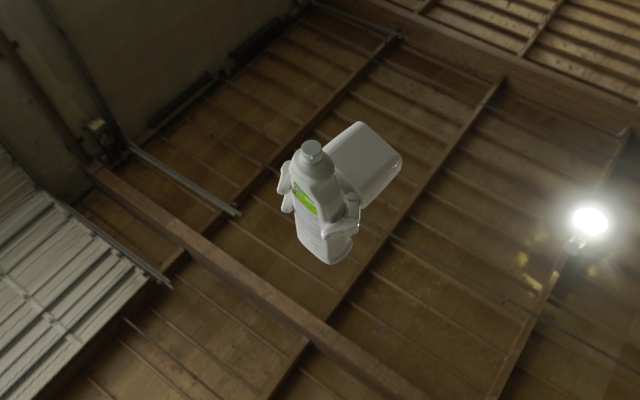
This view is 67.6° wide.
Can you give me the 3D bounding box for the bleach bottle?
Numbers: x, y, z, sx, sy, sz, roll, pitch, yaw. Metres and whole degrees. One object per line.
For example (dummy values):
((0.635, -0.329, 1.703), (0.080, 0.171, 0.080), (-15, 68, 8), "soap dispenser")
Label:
((0.000, 0.002, 0.759), (0.102, 0.068, 0.251), (37, -25, 25), "bleach bottle")
